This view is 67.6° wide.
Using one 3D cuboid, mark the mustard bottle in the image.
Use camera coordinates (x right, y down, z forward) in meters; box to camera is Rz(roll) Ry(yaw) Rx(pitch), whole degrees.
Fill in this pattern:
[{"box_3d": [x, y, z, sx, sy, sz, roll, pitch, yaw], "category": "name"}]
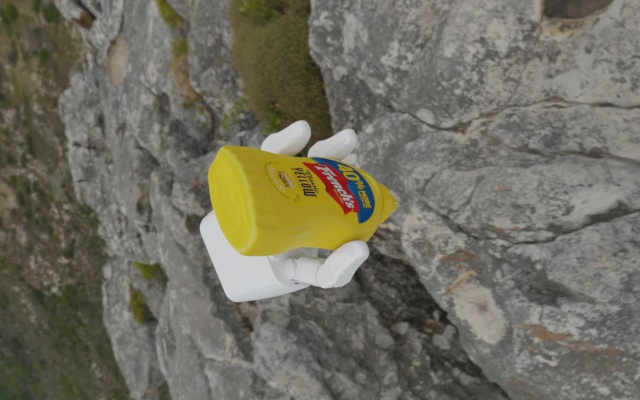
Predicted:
[{"box_3d": [0.000, 0.001, 0.437, 0.191, 0.096, 0.058, 2, -43, -40], "category": "mustard bottle"}]
